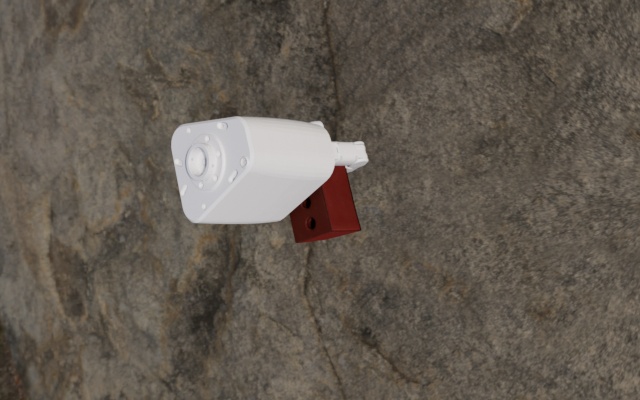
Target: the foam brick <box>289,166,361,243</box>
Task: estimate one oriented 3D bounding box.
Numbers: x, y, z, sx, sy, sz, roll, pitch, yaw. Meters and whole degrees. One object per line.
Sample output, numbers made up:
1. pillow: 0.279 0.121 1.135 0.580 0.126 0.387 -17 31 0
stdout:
1. foam brick: 0.000 0.002 0.502 0.053 0.078 0.051 -20 -11 37
